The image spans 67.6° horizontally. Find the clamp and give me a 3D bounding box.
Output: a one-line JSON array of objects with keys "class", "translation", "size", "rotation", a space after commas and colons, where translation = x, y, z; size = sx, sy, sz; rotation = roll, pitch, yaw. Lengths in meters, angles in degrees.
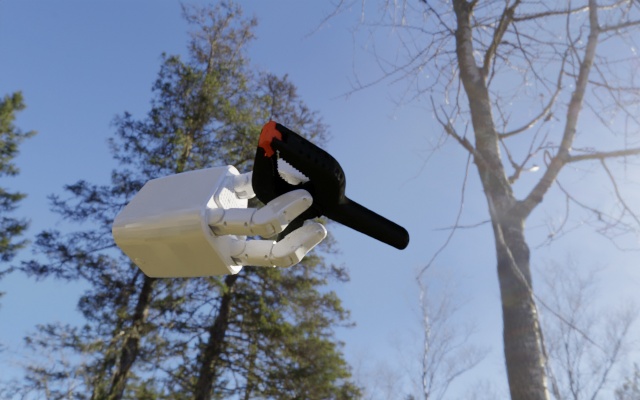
[{"class": "clamp", "translation": [0.000, 0.001, 0.495], "size": [0.164, 0.036, 0.210], "rotation": [-6, -41, 14]}]
